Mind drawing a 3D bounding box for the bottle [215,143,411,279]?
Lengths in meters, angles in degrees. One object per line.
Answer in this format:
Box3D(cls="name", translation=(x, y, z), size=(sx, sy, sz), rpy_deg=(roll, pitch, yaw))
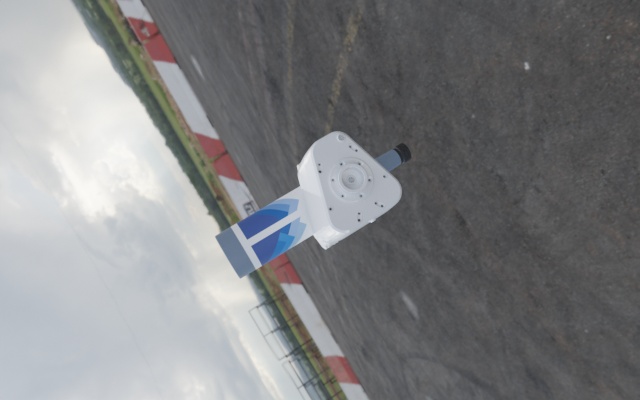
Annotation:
Box3D(cls="bottle", translation=(0.000, 0.002, 0.663), size=(0.295, 0.069, 0.069), rpy_deg=(-31, 7, -12))
